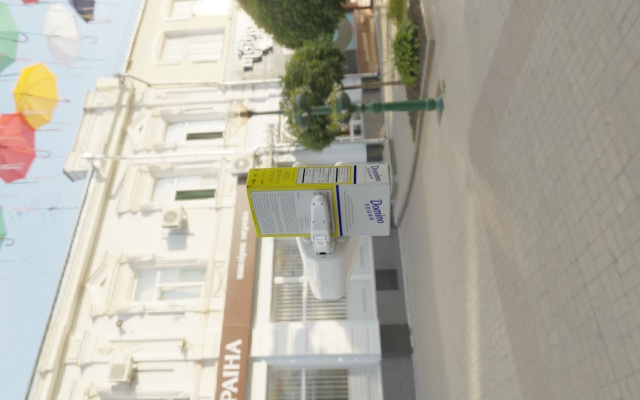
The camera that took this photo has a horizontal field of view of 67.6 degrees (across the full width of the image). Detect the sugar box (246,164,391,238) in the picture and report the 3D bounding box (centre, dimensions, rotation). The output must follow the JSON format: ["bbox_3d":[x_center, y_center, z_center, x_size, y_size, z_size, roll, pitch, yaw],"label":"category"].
[{"bbox_3d":[0.000,0.002,0.608,0.176,0.093,0.048,-2,44,4],"label":"sugar box"}]
